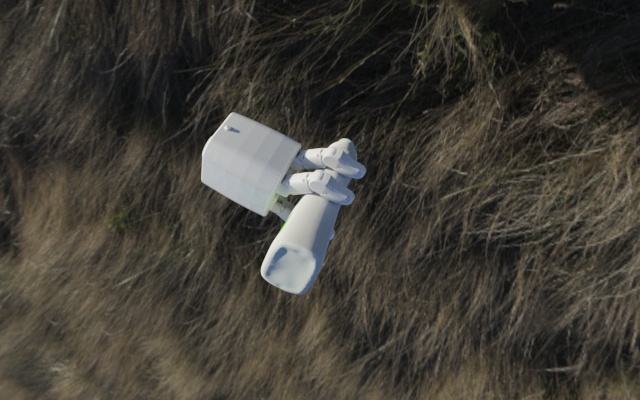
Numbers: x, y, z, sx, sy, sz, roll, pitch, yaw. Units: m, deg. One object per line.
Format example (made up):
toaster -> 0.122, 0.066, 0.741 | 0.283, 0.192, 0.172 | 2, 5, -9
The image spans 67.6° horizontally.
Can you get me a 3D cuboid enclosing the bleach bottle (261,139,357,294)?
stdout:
bleach bottle -> 0.000, 0.002, 0.668 | 0.068, 0.250, 0.103 | 26, -44, -2
